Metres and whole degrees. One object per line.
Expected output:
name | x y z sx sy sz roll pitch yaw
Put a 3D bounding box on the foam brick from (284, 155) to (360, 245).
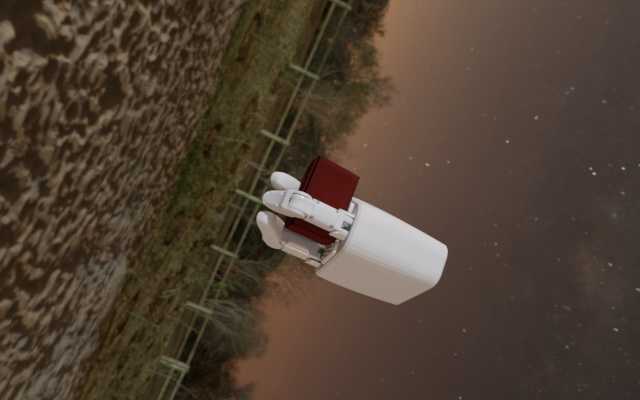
foam brick | 0.000 0.001 0.513 0.051 0.078 0.053 24 -13 -9
